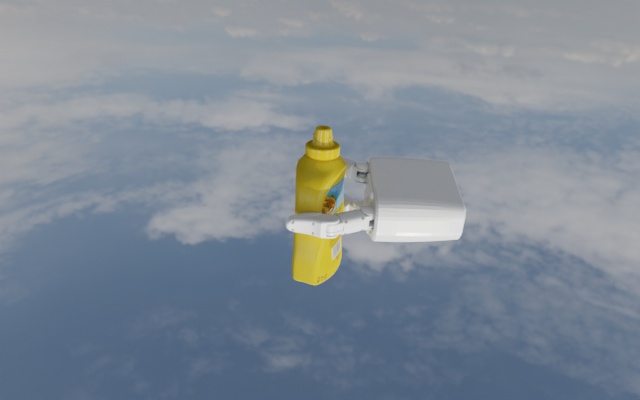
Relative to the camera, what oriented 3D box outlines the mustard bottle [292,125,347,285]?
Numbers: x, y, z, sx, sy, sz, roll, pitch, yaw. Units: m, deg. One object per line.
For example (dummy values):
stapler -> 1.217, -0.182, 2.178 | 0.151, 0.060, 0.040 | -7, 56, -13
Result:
mustard bottle -> 0.000, 0.002, 0.591 | 0.058, 0.192, 0.096 | 13, 28, 19
